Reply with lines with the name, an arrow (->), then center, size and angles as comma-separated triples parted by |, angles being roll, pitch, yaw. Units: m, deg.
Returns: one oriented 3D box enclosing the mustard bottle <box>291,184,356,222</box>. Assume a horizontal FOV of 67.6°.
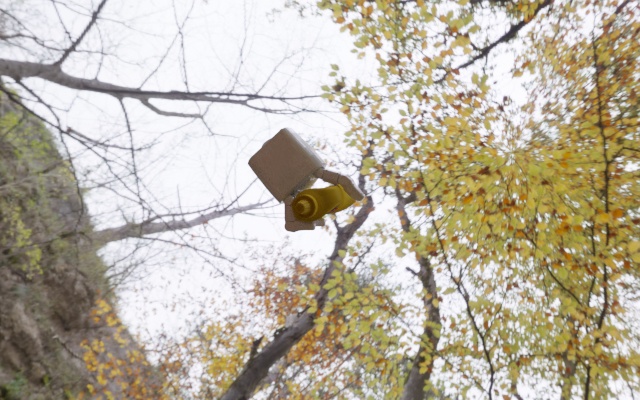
mustard bottle -> 0.000, 0.003, 0.886 | 0.096, 0.058, 0.191 | -20, -2, 22
